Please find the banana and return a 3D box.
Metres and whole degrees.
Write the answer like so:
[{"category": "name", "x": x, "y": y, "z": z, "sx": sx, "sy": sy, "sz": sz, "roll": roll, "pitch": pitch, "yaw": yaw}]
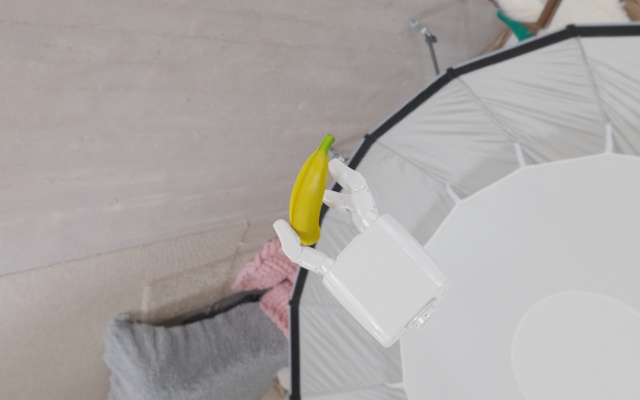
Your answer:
[{"category": "banana", "x": -0.011, "y": 0.010, "z": 0.607, "sx": 0.037, "sy": 0.198, "sz": 0.069, "roll": 37, "pitch": 54, "yaw": 20}]
